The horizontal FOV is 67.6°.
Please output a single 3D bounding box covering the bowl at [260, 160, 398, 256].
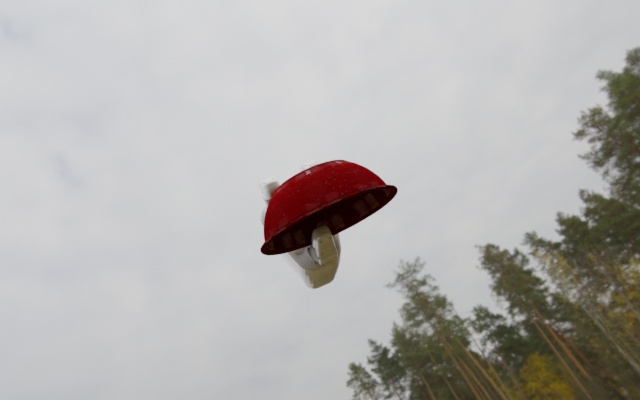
[{"bbox_3d":[0.000,0.001,0.522,0.162,0.055,0.162,-23,-13,-6],"label":"bowl"}]
